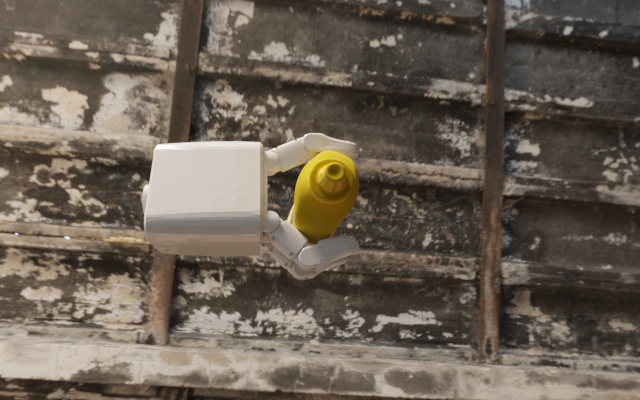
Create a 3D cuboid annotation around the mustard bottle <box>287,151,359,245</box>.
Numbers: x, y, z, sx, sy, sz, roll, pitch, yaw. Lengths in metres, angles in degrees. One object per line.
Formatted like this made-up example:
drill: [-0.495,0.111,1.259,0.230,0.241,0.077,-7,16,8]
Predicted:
mustard bottle: [0.000,0.002,0.492,0.058,0.096,0.192,24,-17,0]
